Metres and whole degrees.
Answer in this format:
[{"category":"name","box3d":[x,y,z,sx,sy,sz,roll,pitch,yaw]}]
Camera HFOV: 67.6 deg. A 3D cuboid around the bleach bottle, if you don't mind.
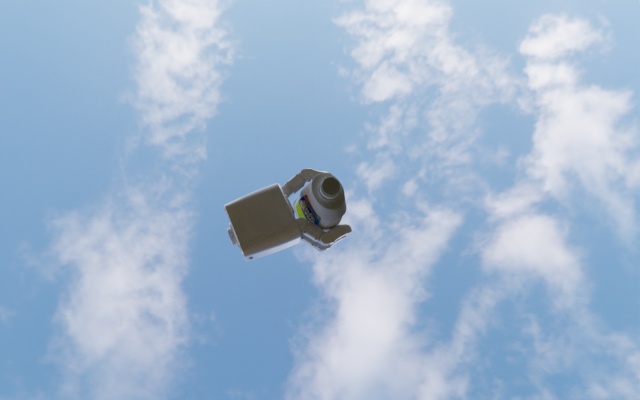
[{"category":"bleach bottle","box3d":[0.000,0.003,0.845,0.068,0.102,0.251,-23,-11,-11]}]
